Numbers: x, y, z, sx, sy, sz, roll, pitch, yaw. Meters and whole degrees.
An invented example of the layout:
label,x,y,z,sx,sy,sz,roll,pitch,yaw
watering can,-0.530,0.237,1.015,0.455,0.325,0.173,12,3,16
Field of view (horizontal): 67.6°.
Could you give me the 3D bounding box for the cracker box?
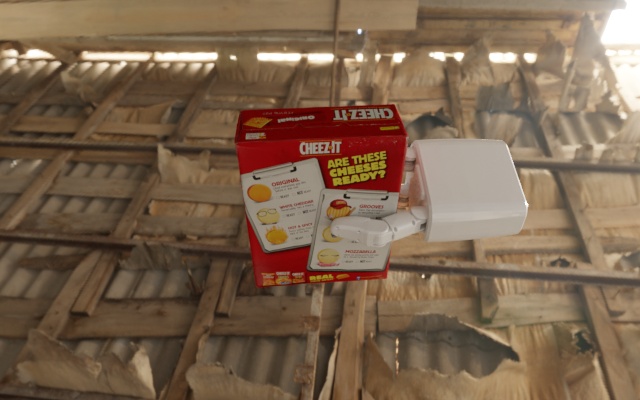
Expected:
label,x,y,z,sx,sy,sz,roll,pitch,yaw
cracker box,0.000,0.002,0.534,0.164,0.214,0.072,-3,41,-3
